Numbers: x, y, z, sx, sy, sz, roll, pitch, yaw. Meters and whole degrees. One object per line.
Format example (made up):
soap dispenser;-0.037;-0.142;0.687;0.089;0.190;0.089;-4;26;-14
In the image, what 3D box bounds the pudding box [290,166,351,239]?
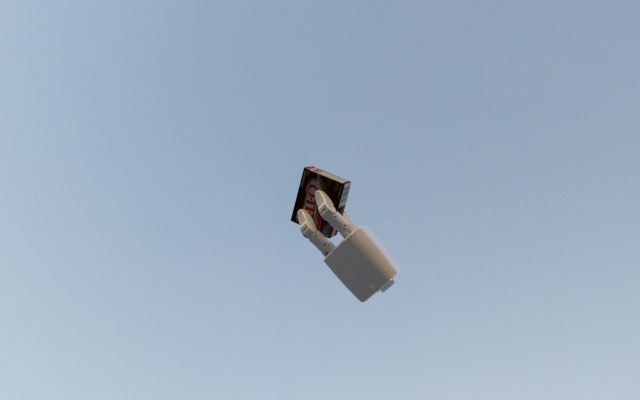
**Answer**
pudding box;0.000;0.003;0.894;0.090;0.113;0.039;23;18;23
